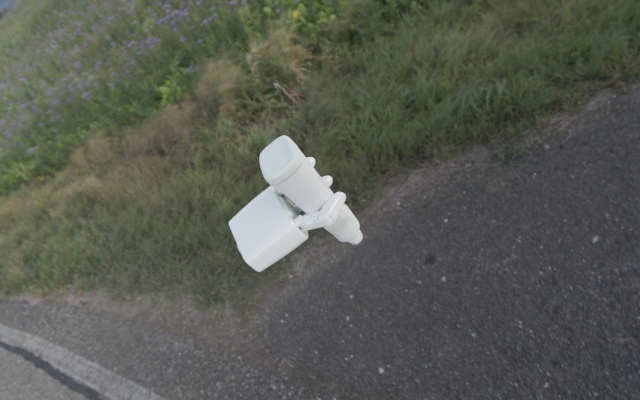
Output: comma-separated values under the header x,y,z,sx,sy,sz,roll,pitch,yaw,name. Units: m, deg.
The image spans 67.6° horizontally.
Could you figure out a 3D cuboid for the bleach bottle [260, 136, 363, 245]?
x,y,z,sx,sy,sz,roll,pitch,yaw,name
0.000,0.003,0.823,0.251,0.068,0.102,46,10,-36,bleach bottle
